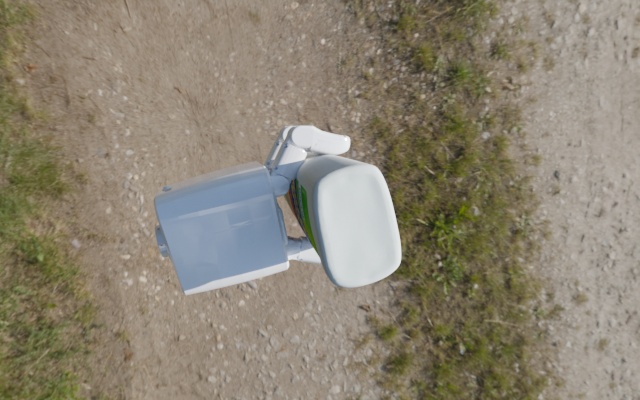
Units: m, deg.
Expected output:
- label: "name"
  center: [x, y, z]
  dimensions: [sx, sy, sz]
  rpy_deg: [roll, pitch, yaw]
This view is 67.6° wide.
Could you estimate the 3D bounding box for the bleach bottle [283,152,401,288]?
- label: "bleach bottle"
  center: [0.000, 0.002, 0.495]
  dimensions: [0.068, 0.102, 0.251]
  rpy_deg: [-15, 12, -11]
